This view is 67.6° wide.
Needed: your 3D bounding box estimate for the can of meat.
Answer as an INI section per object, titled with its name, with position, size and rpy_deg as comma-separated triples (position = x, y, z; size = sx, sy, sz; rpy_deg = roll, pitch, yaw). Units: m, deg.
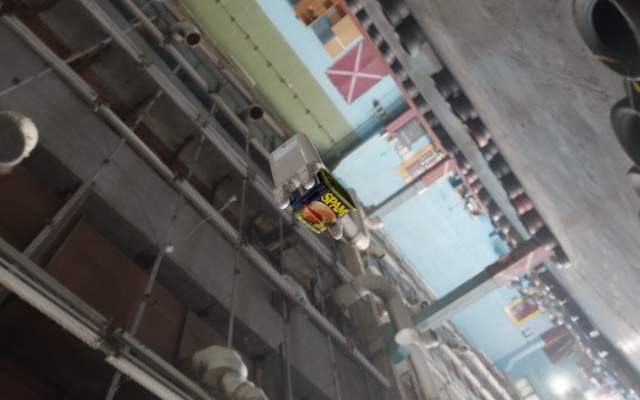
[can of meat]
position = 0.000, 0.003, 0.835
size = 0.084, 0.057, 0.102
rpy_deg = -36, -43, 12
